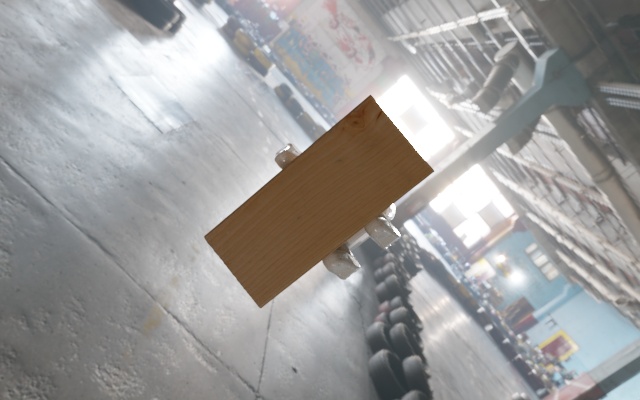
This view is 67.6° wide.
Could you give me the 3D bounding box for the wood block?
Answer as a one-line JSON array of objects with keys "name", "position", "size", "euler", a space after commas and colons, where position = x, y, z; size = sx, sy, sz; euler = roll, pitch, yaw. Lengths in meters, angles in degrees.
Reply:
[{"name": "wood block", "position": [0.000, 0.001, 0.477], "size": [0.206, 0.091, 0.090], "euler": [-40, -3, 10]}]
